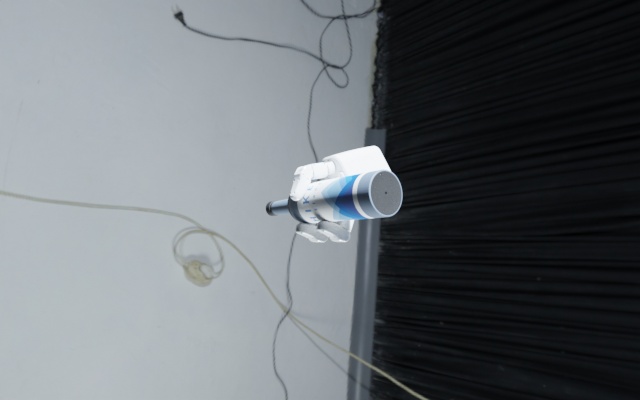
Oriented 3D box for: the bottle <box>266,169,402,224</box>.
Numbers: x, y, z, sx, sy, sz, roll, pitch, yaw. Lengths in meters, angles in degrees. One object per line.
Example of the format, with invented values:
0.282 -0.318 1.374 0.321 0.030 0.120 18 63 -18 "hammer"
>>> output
0.000 0.003 0.775 0.069 0.069 0.296 0 -5 -38 "bottle"
